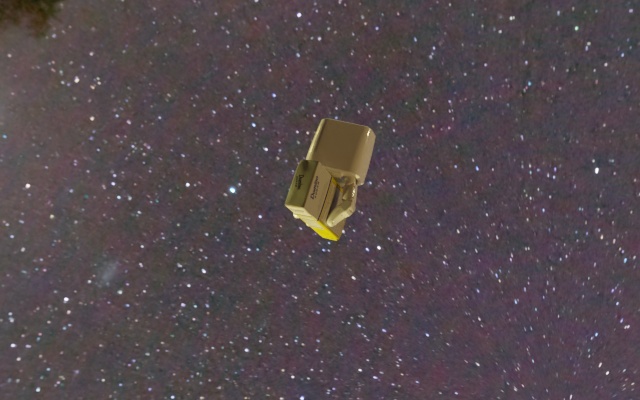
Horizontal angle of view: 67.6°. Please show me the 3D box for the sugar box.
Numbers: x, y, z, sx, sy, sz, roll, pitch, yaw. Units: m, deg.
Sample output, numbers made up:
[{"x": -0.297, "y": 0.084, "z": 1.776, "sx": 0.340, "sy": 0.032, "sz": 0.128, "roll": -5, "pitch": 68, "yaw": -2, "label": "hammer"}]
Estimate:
[{"x": 0.000, "y": 0.003, "z": 0.895, "sx": 0.048, "sy": 0.093, "sz": 0.176, "roll": 8, "pitch": -20, "yaw": 29, "label": "sugar box"}]
